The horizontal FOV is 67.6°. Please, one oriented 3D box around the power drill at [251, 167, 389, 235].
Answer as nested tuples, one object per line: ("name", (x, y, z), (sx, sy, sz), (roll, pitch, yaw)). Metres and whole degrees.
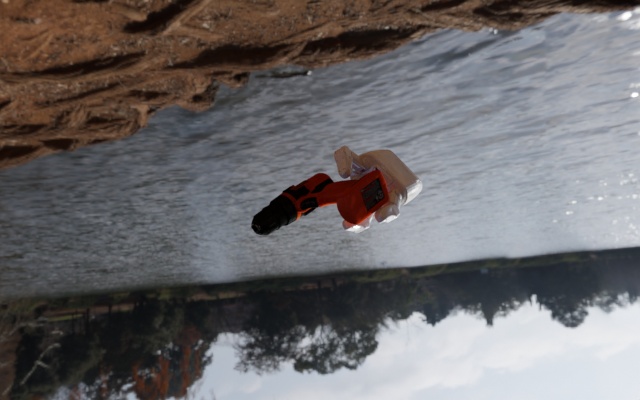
("power drill", (0.001, 0.002, 0.771), (0.187, 0.057, 0.184), (-1, 27, 45))
